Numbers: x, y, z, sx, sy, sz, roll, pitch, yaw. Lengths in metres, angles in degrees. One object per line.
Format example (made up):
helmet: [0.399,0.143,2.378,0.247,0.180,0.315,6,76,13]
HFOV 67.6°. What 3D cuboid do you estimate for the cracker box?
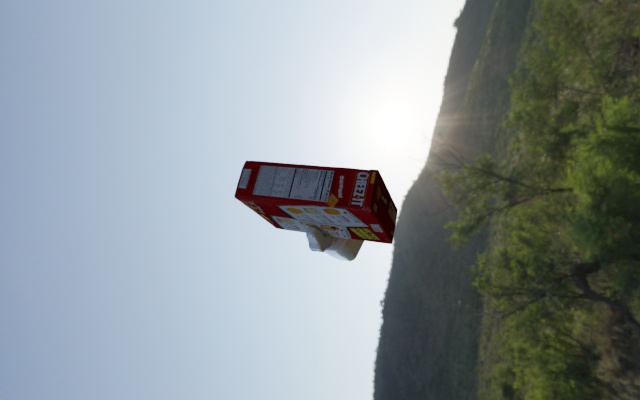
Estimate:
cracker box: [0.000,0.003,0.749,0.213,0.072,0.164,5,-19,21]
